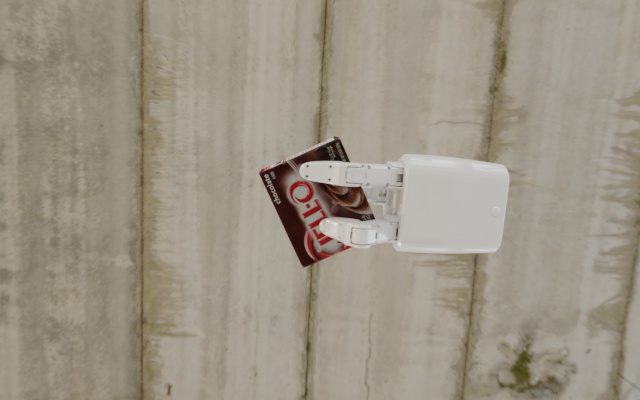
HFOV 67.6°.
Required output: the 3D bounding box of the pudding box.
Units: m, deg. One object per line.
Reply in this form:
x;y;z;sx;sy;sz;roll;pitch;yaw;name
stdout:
0.000;0.002;0.500;0.090;0.113;0.039;-24;9;2;pudding box
